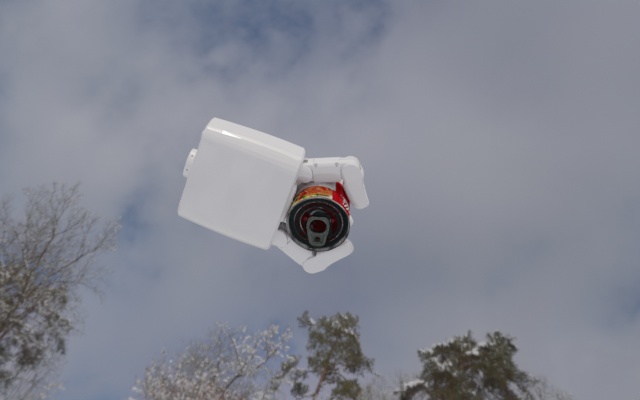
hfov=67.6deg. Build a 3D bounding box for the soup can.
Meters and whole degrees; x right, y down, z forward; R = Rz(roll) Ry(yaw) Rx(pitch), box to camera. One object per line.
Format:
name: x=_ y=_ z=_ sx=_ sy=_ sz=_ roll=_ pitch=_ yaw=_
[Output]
soup can: x=0.001 y=0.002 z=0.543 sx=0.068 sy=0.068 sz=0.102 roll=0 pitch=29 yaw=4
